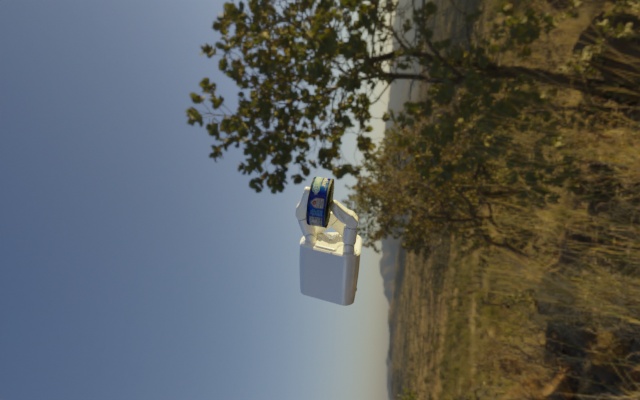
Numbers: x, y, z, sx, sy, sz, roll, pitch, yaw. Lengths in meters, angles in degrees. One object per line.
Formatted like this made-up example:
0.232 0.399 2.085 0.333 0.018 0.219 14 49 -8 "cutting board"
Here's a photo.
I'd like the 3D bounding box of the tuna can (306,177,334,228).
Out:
0.000 0.003 0.814 0.034 0.086 0.086 9 1 7 "tuna can"
